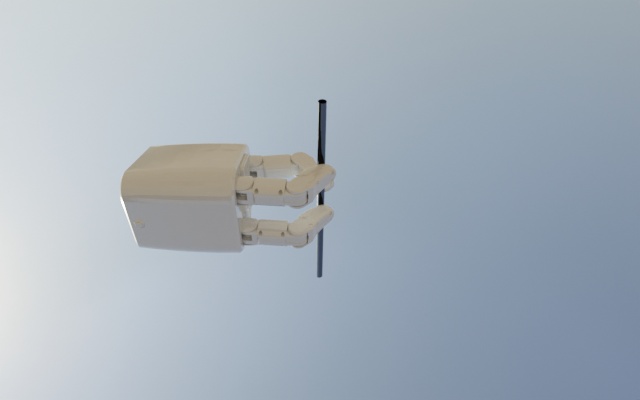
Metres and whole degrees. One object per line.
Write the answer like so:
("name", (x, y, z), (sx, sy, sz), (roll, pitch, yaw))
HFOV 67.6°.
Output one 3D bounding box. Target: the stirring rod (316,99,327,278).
("stirring rod", (0.000, 0.002, 0.506), (0.011, 0.240, 0.011), (1, 42, -1))
